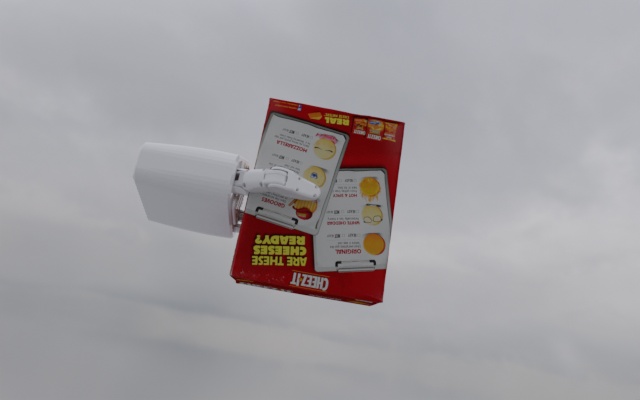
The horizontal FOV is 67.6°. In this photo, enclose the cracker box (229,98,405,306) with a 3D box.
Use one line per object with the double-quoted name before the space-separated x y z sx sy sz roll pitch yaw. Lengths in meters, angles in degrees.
"cracker box" 0.000 0.002 0.553 0.164 0.213 0.072 10 -17 -1
